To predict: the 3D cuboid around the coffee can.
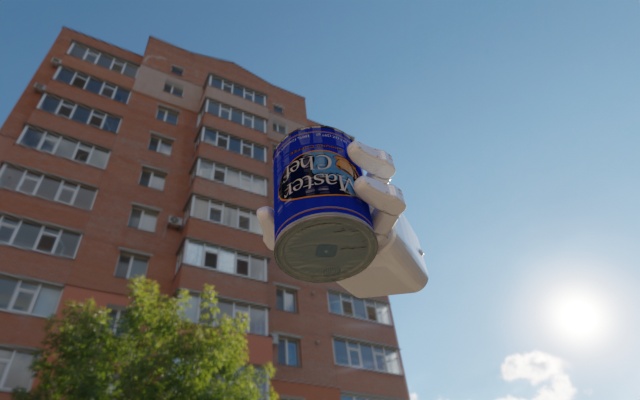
[{"bbox_3d":[0.000,0.002,0.513,0.103,0.140,0.103,-3,-44,-3],"label":"coffee can"}]
